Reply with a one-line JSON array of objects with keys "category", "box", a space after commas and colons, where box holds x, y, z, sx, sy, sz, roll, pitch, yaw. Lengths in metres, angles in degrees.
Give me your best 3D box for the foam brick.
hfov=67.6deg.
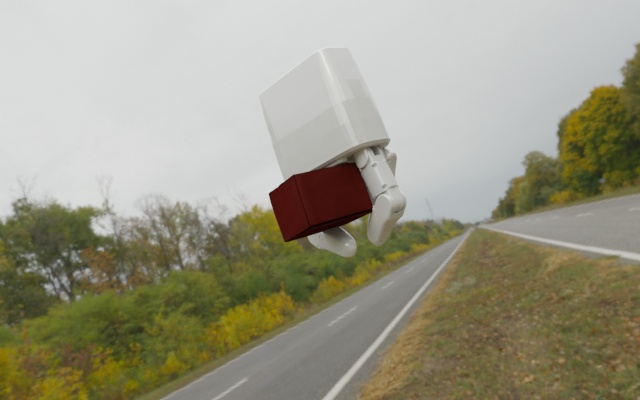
[{"category": "foam brick", "box": [0.000, 0.002, 0.451, 0.078, 0.051, 0.053, -14, -10, -37]}]
